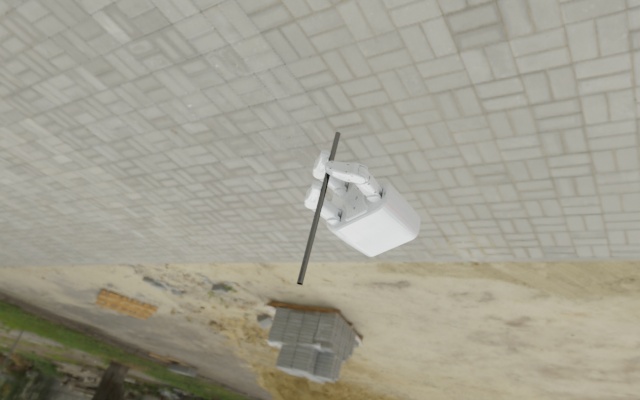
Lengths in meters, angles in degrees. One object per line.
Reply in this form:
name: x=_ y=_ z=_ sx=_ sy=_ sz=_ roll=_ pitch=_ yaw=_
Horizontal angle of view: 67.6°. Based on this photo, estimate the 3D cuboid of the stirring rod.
stirring rod: x=0.000 y=0.002 z=0.655 sx=0.011 sy=0.239 sz=0.011 roll=11 pitch=-29 yaw=6
